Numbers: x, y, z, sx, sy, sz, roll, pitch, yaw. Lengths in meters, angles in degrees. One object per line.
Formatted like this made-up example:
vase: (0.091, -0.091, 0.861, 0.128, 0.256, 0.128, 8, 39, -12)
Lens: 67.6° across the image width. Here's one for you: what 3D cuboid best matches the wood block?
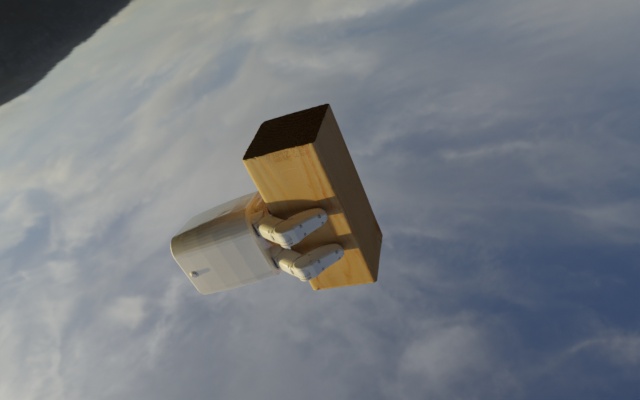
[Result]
wood block: (0.000, 0.002, 0.580, 0.090, 0.206, 0.090, -12, 34, 21)
